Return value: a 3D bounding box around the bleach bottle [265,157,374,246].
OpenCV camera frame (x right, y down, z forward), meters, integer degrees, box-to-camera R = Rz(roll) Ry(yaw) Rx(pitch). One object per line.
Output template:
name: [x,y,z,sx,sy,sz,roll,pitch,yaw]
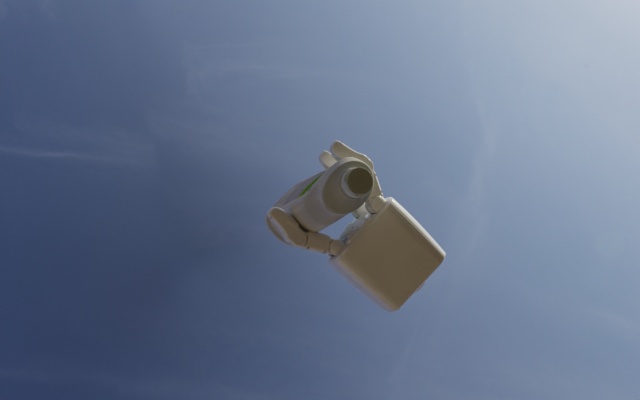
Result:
bleach bottle: [0.000,0.002,0.604,0.068,0.102,0.251,44,-17,-7]
